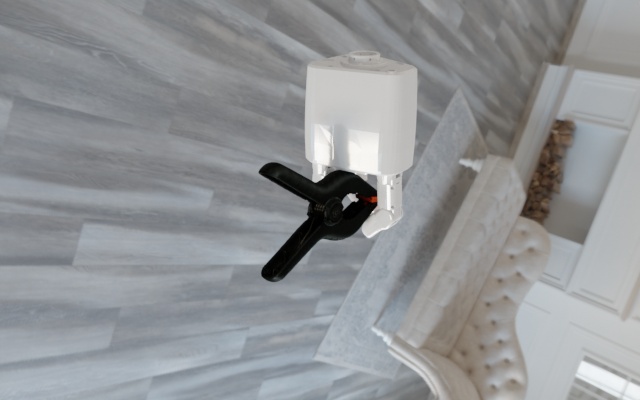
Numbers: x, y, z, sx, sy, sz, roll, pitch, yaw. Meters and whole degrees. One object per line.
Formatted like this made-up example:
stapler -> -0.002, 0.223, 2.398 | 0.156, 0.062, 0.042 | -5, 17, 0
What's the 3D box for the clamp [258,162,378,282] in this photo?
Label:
clamp -> 0.001, 0.002, 0.505 | 0.039, 0.120, 0.171 | 22, 34, 38
